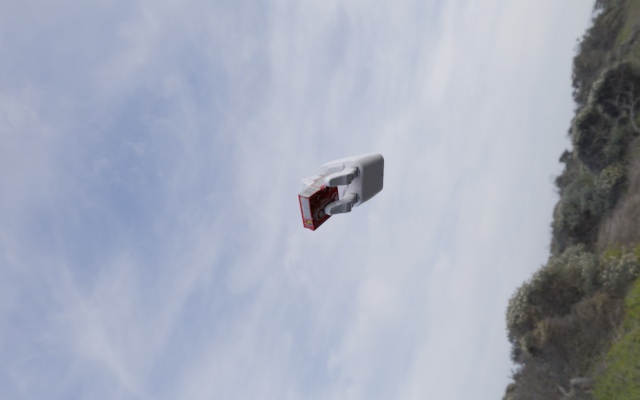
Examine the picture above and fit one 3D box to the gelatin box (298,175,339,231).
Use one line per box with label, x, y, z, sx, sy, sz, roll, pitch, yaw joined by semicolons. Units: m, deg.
gelatin box;0.000;0.003;0.892;0.030;0.073;0.089;15;37;35
